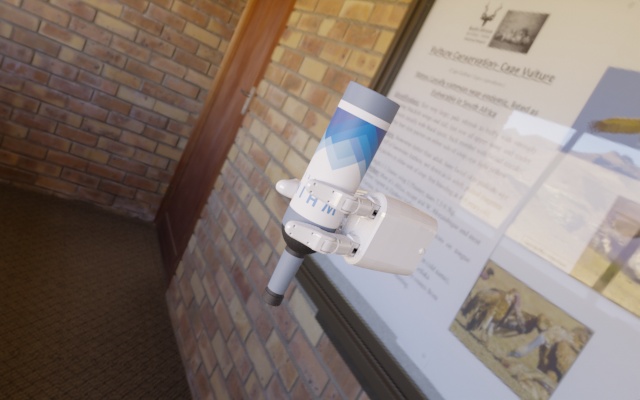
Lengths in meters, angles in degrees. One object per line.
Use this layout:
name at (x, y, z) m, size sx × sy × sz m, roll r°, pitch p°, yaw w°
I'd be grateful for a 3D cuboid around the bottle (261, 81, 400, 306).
bottle at (0.000, 0.002, 0.594) m, size 0.069 × 0.296 × 0.069 m, roll 26°, pitch 12°, yaw -6°
